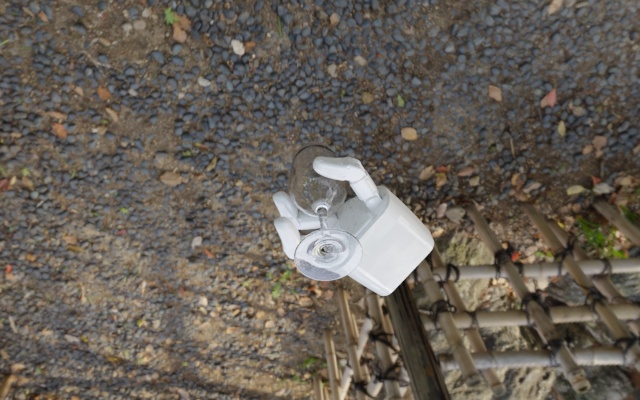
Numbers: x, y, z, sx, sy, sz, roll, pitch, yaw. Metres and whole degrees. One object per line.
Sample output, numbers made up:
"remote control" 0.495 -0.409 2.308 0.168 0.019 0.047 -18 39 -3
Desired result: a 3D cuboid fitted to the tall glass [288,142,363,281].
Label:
"tall glass" 0.000 0.002 0.590 0.079 0.079 0.201 0 36 -6
